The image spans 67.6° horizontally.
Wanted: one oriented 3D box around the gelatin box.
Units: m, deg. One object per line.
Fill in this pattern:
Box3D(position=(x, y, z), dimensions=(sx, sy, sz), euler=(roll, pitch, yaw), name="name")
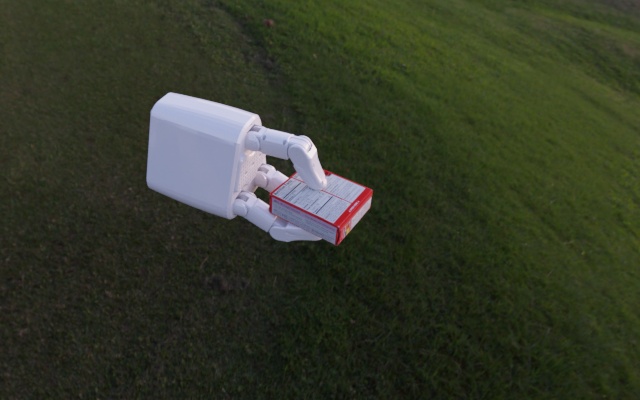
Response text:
Box3D(position=(0.000, 0.001, 0.515), dimensions=(0.089, 0.030, 0.073), euler=(24, 44, 22), name="gelatin box")
